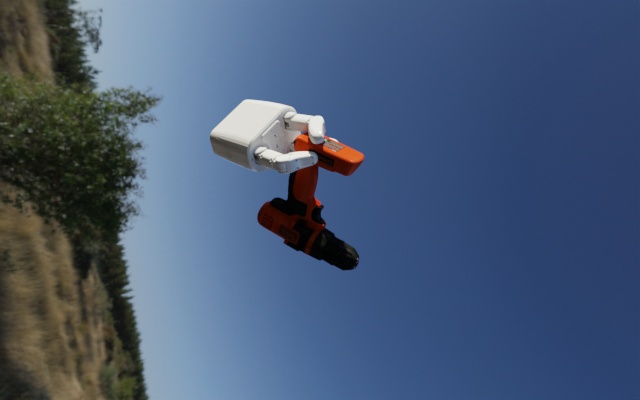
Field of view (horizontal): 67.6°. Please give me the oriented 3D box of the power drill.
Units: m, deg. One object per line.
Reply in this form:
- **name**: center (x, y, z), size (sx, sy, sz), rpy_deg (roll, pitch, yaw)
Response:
- **power drill**: center (0.000, 0.002, 0.742), size (0.184, 0.188, 0.057), rpy_deg (27, 26, 13)
